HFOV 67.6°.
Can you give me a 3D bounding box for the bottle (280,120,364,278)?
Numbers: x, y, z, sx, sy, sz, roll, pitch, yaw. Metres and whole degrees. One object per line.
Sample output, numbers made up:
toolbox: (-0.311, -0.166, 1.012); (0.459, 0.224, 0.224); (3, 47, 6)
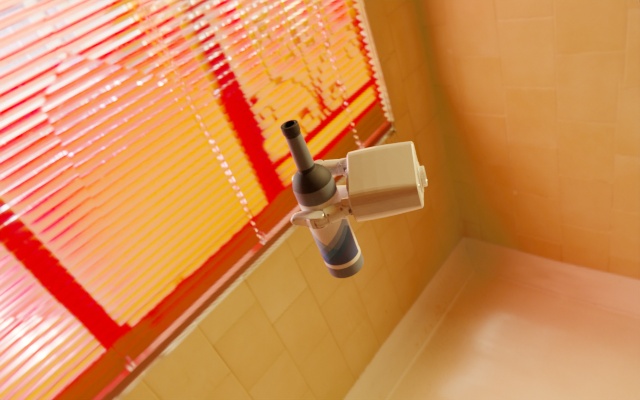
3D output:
bottle: (0.000, 0.003, 0.771); (0.069, 0.296, 0.069); (-15, 35, 11)
